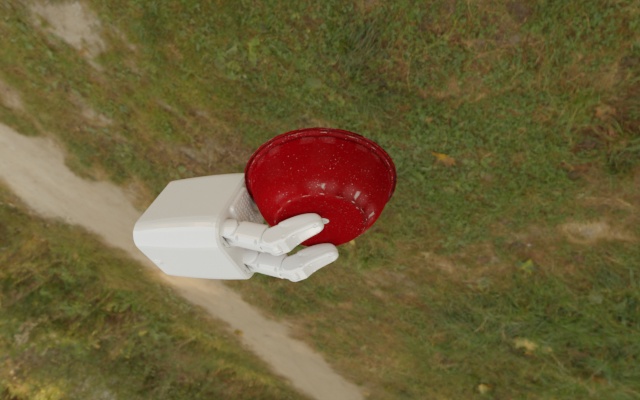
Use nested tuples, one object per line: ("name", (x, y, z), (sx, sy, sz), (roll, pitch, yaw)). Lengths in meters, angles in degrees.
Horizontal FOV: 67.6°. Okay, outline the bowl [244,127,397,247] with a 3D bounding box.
("bowl", (0.001, 0.002, 0.491), (0.162, 0.055, 0.162), (0, -38, 0))
